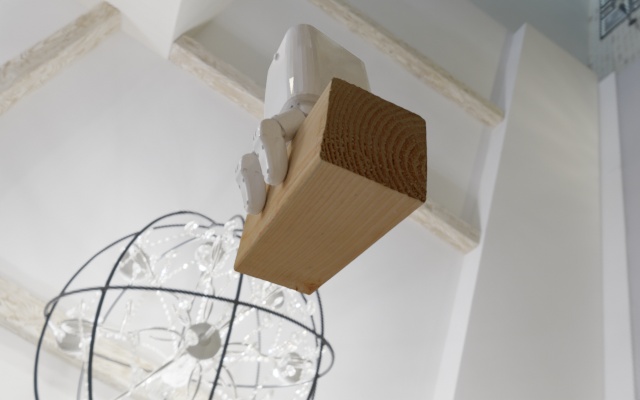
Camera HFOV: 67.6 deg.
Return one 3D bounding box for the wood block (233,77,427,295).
[{"bbox_3d":[0.000,0.001,0.440,0.091,0.090,0.206,20,-37,-16],"label":"wood block"}]
